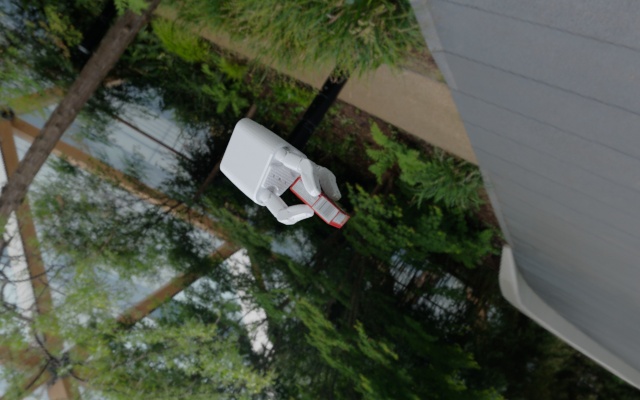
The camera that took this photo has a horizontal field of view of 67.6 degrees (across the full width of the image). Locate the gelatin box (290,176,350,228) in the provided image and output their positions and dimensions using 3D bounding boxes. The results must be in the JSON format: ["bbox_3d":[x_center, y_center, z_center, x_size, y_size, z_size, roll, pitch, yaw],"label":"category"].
[{"bbox_3d":[0.000,0.003,0.763,0.089,0.030,0.073,42,4,18],"label":"gelatin box"}]
